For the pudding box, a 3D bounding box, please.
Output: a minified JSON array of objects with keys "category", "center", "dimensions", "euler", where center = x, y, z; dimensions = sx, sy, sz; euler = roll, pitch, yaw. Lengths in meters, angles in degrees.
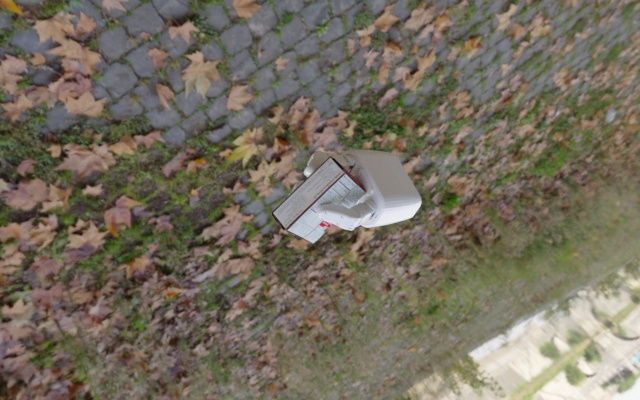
[{"category":"pudding box","center":[0.000,0.002,0.647],"dimensions":[0.039,0.113,0.090],"euler":[47,5,28]}]
